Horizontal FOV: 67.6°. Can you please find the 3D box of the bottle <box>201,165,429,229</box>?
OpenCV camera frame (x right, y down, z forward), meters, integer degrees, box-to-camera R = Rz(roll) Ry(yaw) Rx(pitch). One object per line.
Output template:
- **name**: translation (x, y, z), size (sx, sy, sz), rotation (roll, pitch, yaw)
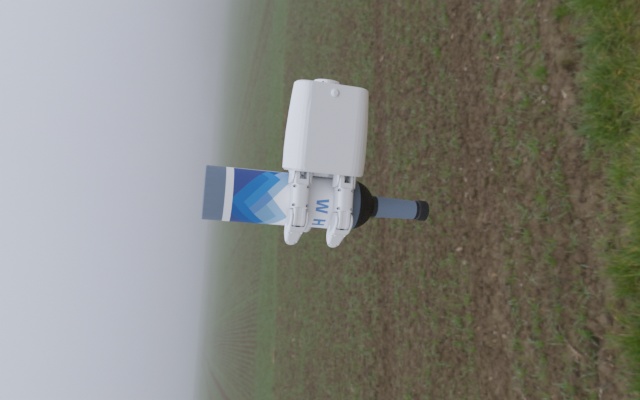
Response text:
- **bottle**: translation (0.000, 0.002, 0.616), size (0.296, 0.069, 0.069), rotation (5, -1, -14)
